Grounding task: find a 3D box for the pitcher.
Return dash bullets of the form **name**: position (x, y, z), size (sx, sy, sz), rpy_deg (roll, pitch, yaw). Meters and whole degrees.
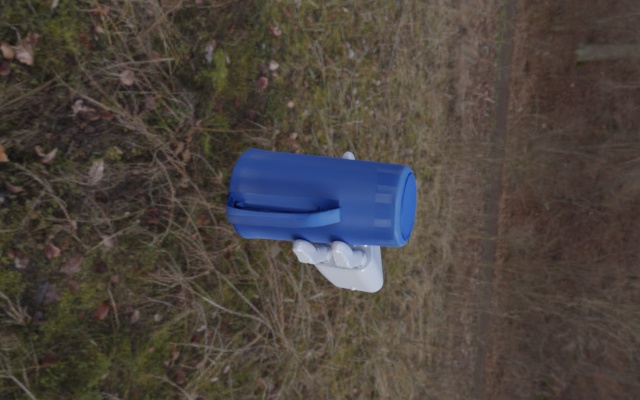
- **pitcher**: position (0.000, 0.002, 0.657), size (0.243, 0.149, 0.145), rpy_deg (5, -29, 22)
